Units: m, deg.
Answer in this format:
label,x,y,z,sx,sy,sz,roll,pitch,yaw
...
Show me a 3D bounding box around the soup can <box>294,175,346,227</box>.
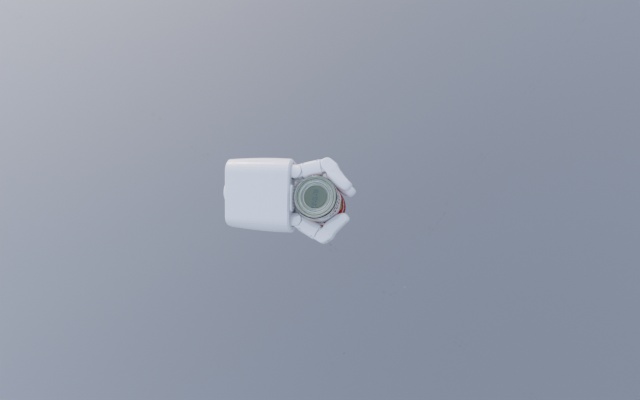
label,x,y,z,sx,sy,sz,roll,pitch,yaw
soup can,0.001,0.003,0.755,0.068,0.068,0.102,0,-10,10
